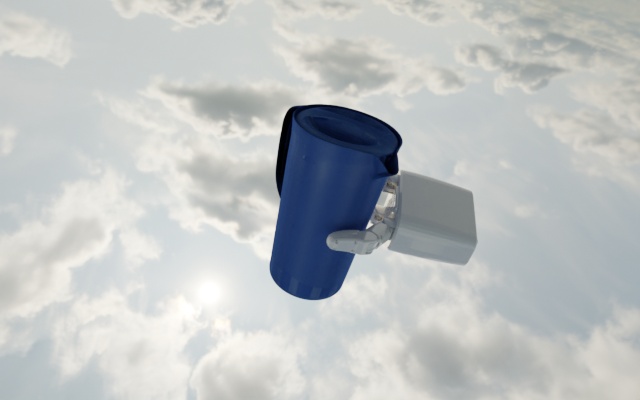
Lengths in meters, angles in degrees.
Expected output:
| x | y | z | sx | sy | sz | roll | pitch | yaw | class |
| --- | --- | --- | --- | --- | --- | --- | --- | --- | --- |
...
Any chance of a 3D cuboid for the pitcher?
| x | y | z | sx | sy | sz | roll | pitch | yaw | class |
| --- | --- | --- | --- | --- | --- | --- | --- | --- | --- |
| 0.000 | 0.002 | 0.624 | 0.145 | 0.243 | 0.149 | 13 | 30 | -5 | pitcher |
